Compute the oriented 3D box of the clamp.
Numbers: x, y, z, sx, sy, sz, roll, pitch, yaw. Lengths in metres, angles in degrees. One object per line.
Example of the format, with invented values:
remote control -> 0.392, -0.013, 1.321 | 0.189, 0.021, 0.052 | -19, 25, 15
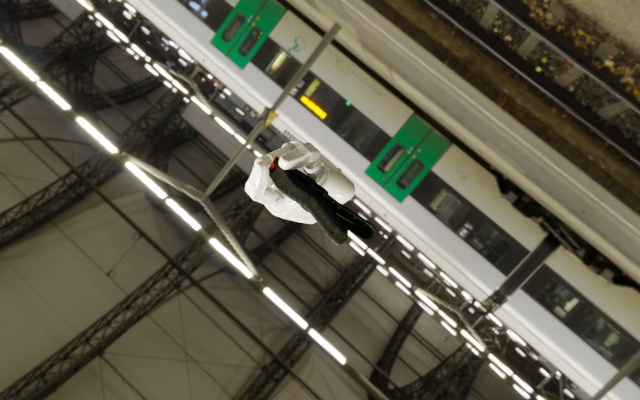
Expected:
clamp -> 0.000, 0.002, 0.641 | 0.171, 0.039, 0.120 | 45, 11, 28
